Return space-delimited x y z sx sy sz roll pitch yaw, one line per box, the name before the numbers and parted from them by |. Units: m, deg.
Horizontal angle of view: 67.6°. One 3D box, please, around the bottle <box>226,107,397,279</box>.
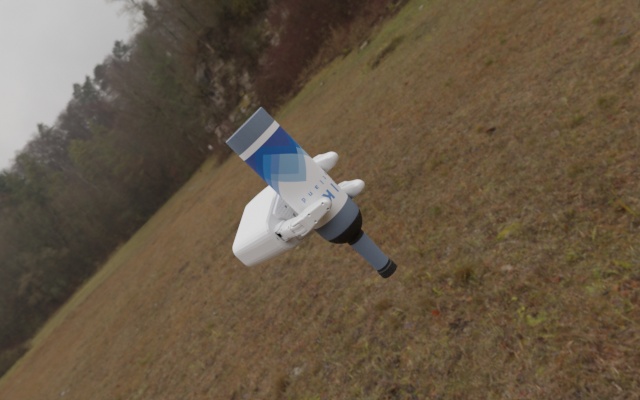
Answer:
bottle | 0.000 0.002 0.658 0.296 0.069 0.069 45 -14 -14
